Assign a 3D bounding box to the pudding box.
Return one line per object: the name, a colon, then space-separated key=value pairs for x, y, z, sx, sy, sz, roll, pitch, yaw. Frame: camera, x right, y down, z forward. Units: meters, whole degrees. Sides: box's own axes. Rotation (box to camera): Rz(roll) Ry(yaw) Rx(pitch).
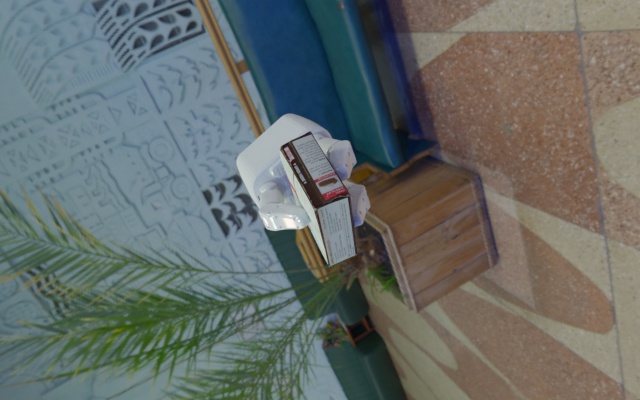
pudding box: x=0.000 y=0.002 z=0.483 sx=0.039 sy=0.090 sz=0.114 roll=-26 pitch=-34 yaw=-7
